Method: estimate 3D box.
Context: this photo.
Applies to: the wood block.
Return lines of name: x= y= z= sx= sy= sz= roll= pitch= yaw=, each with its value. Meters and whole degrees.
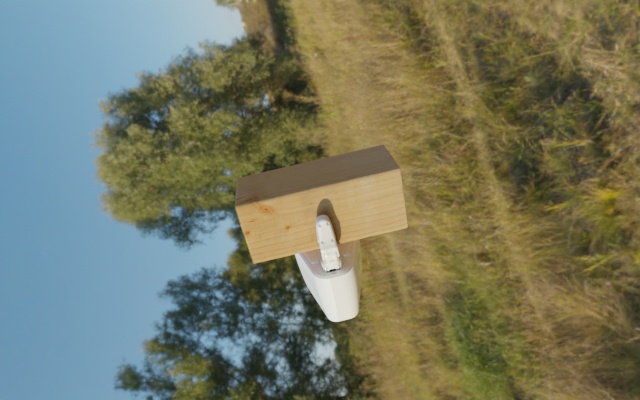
wood block: x=0.000 y=0.003 z=0.633 sx=0.206 sy=0.090 sz=0.090 roll=-13 pitch=28 yaw=-1
